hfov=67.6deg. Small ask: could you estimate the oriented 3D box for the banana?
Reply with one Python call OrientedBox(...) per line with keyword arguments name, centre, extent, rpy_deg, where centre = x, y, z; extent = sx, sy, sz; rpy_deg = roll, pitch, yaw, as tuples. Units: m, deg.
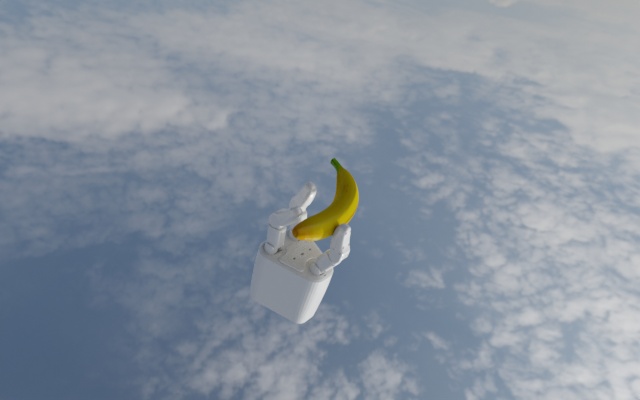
OrientedBox(name="banana", centre=(0.018, 0.008, 0.707), extent=(0.069, 0.037, 0.197), rpy_deg=(25, 37, 1))
